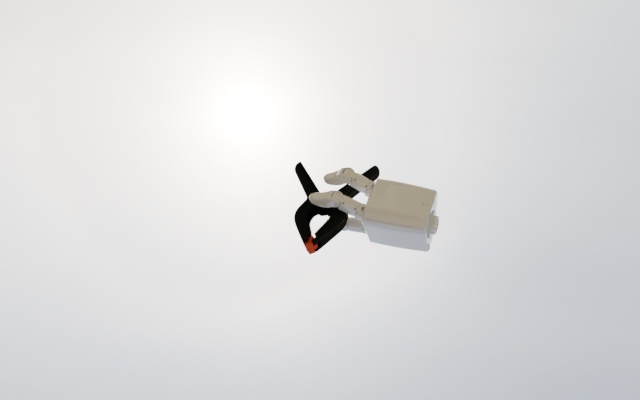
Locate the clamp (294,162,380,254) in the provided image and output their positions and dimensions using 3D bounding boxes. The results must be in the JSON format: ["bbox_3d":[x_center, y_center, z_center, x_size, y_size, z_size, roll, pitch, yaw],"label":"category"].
[{"bbox_3d":[0.000,0.004,0.853,0.164,0.209,0.036,9,-41,22],"label":"clamp"}]
